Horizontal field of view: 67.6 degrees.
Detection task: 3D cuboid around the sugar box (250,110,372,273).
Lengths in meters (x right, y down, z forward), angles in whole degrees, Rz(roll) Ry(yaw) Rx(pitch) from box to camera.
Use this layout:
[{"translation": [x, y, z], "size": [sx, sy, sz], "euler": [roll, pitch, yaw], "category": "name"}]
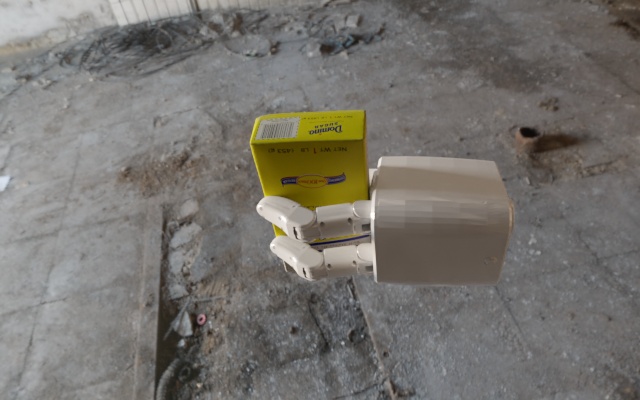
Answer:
[{"translation": [0.000, 0.002, 0.440], "size": [0.093, 0.176, 0.048], "euler": [-1, 44, 9], "category": "sugar box"}]
